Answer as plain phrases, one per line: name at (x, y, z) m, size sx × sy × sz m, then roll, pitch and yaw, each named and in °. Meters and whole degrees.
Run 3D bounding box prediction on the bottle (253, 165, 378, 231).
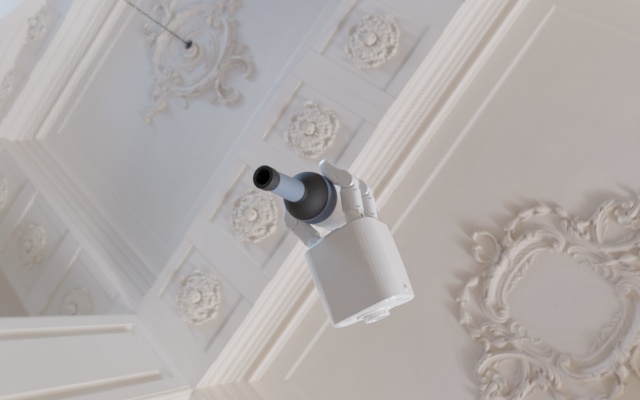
bottle at (0.000, 0.002, 0.657) m, size 0.069 × 0.069 × 0.296 m, roll 0°, pitch -11°, yaw 26°
